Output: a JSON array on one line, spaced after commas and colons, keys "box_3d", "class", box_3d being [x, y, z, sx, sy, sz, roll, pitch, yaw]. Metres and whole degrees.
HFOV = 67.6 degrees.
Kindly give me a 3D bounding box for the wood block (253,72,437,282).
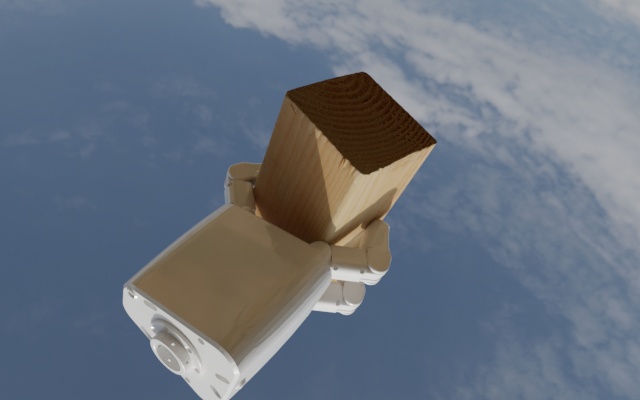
[{"box_3d": [0.000, 0.001, 0.427, 0.090, 0.090, 0.206, -25, -25, -37], "class": "wood block"}]
